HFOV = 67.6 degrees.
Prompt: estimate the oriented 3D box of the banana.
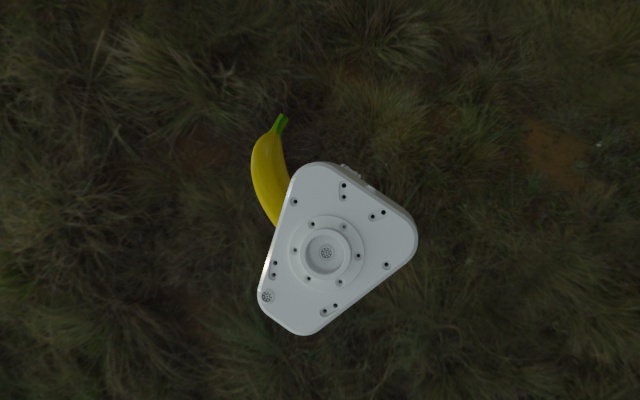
[{"bbox_3d":[-0.018,0.008,0.482,0.069,0.198,0.037,-31,-5,3],"label":"banana"}]
